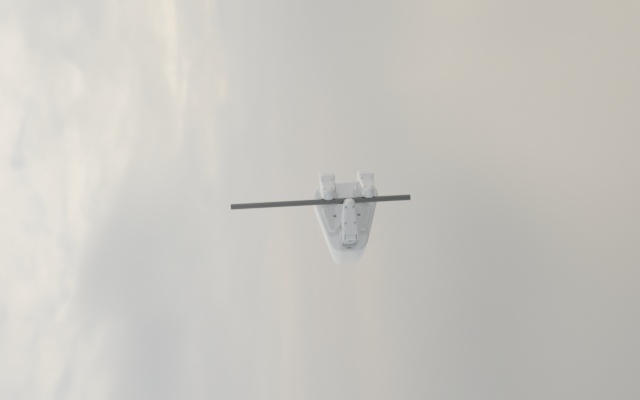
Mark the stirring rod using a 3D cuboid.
[{"bbox_3d":[0.000,0.002,0.641,0.239,0.011,0.011,-3,0,0],"label":"stirring rod"}]
